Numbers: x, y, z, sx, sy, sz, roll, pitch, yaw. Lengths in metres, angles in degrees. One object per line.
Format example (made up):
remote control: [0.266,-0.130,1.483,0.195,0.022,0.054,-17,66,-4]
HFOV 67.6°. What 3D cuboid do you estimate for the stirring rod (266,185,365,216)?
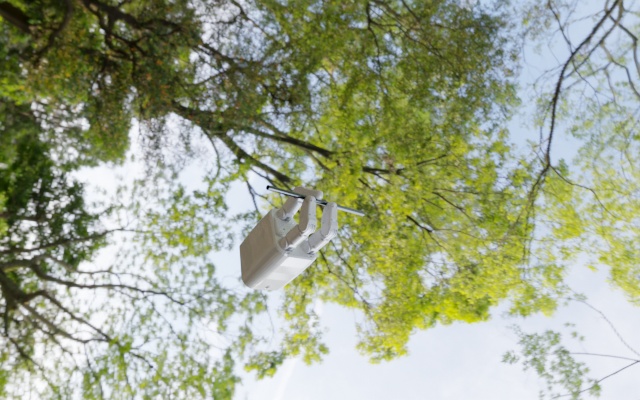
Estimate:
stirring rod: [0.000,0.003,0.807,0.011,0.011,0.239,0,-11,42]
